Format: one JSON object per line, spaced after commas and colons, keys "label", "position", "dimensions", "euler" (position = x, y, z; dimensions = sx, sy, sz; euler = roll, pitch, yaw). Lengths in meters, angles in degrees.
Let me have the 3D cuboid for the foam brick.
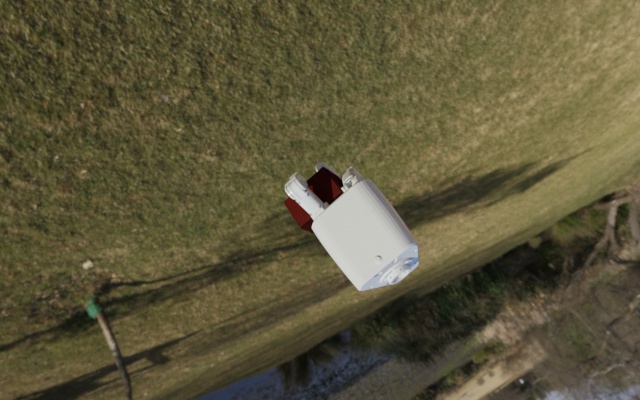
{"label": "foam brick", "position": [0.000, 0.002, 0.659], "dimensions": [0.078, 0.051, 0.053], "euler": [-42, -28, 12]}
